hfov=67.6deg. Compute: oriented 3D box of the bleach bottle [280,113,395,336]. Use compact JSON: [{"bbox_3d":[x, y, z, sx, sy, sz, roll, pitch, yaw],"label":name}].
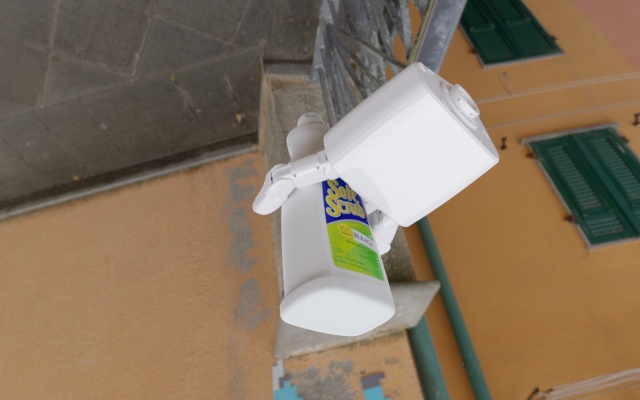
[{"bbox_3d":[0.000,0.002,0.476,0.102,0.250,0.068,25,-50,-37],"label":"bleach bottle"}]
